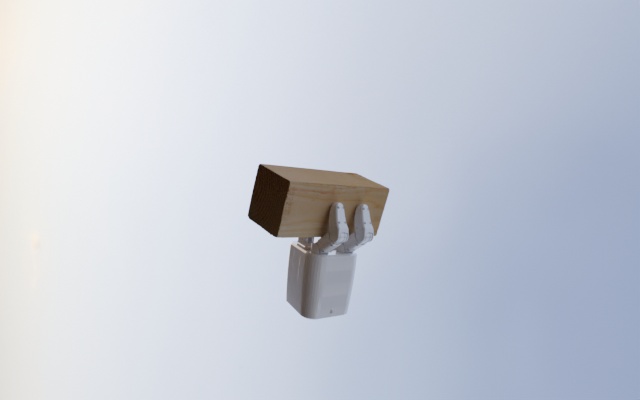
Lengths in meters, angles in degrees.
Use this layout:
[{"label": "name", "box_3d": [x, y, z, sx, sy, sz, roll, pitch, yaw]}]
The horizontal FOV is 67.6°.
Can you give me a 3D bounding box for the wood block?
[{"label": "wood block", "box_3d": [0.000, 0.003, 0.770, 0.206, 0.090, 0.090, 3, 17, -40]}]
